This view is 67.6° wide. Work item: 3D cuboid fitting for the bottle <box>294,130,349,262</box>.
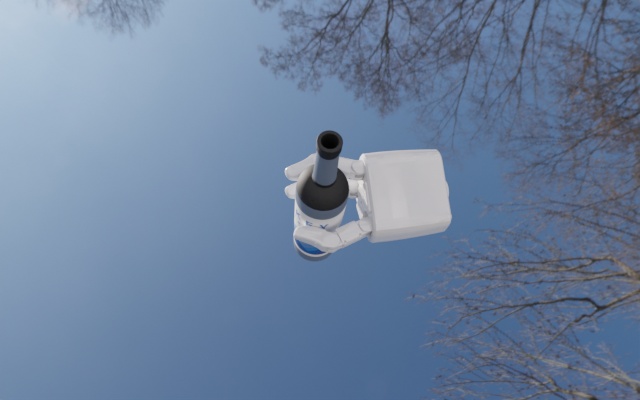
[{"bbox_3d":[0.000,0.002,0.623,0.069,0.069,0.296,0,-25,-4],"label":"bottle"}]
